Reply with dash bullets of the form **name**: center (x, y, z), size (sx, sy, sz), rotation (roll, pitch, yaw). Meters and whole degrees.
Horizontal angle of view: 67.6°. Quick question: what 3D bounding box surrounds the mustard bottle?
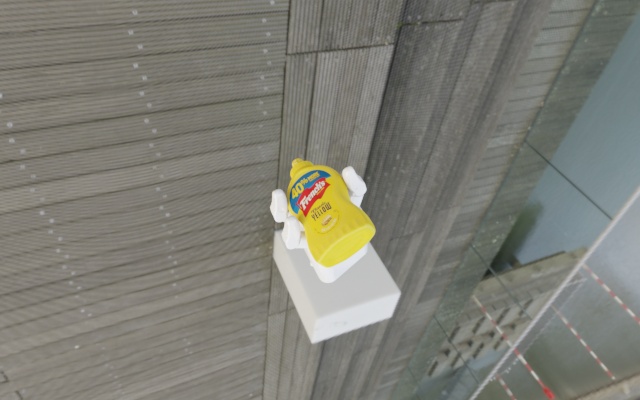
- **mustard bottle**: center (0.000, 0.002, 0.728), size (0.096, 0.191, 0.058), rotation (-39, -39, 11)
